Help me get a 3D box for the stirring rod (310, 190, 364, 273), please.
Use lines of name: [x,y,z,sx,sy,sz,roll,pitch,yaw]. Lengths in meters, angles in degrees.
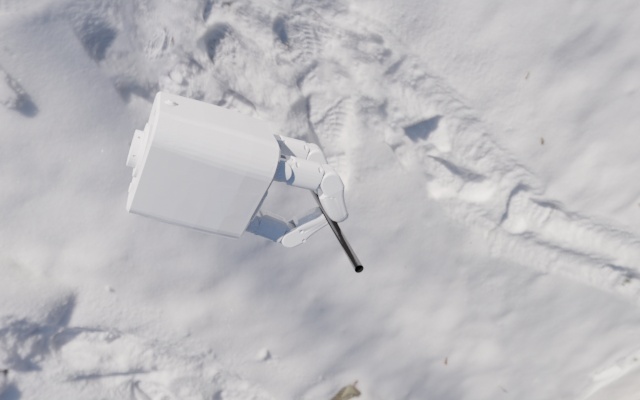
stirring rod: [0.000,0.002,0.501,0.011,0.011,0.239,0,28,-18]
